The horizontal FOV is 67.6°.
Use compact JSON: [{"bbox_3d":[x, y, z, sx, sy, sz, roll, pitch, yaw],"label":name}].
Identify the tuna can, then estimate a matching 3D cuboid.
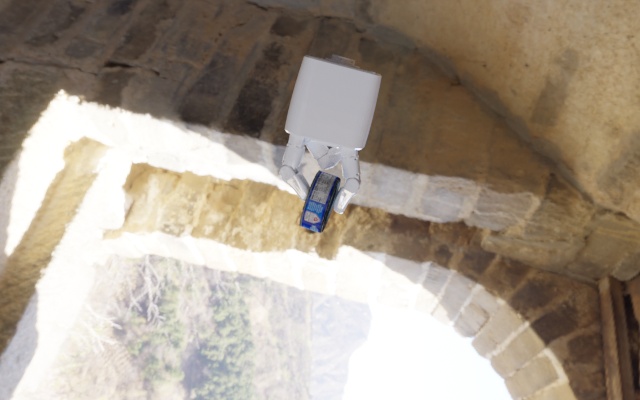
[{"bbox_3d":[0.001,0.002,0.681,0.034,0.086,0.086,19,2,5],"label":"tuna can"}]
